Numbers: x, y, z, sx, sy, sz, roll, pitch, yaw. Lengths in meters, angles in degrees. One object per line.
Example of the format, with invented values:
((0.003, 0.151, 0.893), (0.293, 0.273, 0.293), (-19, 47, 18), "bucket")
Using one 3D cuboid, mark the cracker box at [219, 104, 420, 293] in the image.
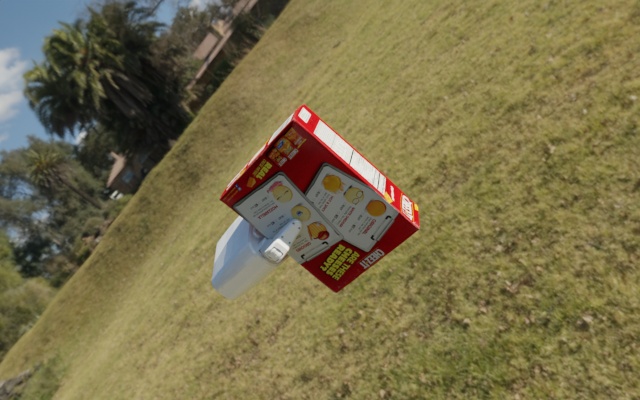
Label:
((0.000, 0.002, 0.644), (0.164, 0.214, 0.072), (-43, 15, 29), "cracker box")
